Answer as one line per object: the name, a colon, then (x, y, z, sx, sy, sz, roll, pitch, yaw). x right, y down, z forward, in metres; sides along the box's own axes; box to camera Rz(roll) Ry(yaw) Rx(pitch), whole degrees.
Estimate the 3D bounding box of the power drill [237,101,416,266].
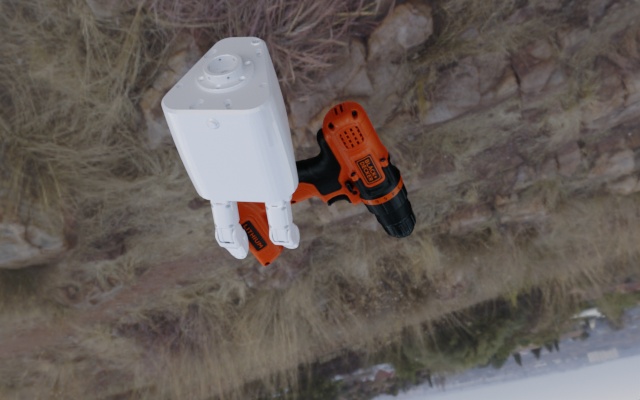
power drill: (0.000, 0.002, 0.537, 0.187, 0.184, 0.057, -26, 32, 9)
